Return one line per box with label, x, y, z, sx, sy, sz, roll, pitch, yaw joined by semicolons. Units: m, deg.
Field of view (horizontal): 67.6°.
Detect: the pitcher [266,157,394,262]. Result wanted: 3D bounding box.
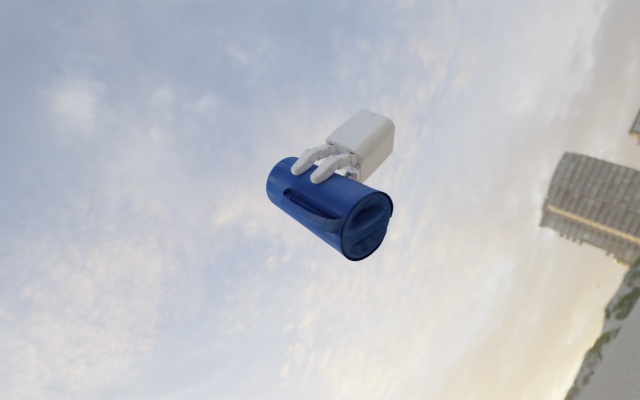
pitcher;0.000;0.003;0.890;0.242;0.145;0.149;29;-24;40
